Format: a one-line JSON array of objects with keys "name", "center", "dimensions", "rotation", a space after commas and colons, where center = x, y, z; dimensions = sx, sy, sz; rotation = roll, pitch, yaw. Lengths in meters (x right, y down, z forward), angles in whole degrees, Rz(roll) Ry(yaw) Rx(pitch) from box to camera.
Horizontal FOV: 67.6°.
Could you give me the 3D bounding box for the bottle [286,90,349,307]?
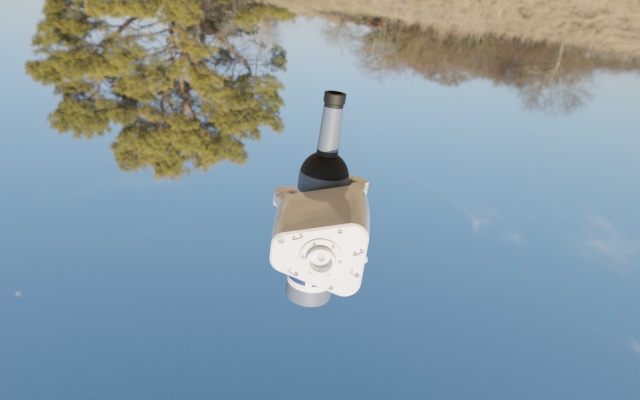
[{"name": "bottle", "center": [0.000, 0.002, 0.642], "dimensions": [0.069, 0.296, 0.069], "rotation": [7, 23, -3]}]
